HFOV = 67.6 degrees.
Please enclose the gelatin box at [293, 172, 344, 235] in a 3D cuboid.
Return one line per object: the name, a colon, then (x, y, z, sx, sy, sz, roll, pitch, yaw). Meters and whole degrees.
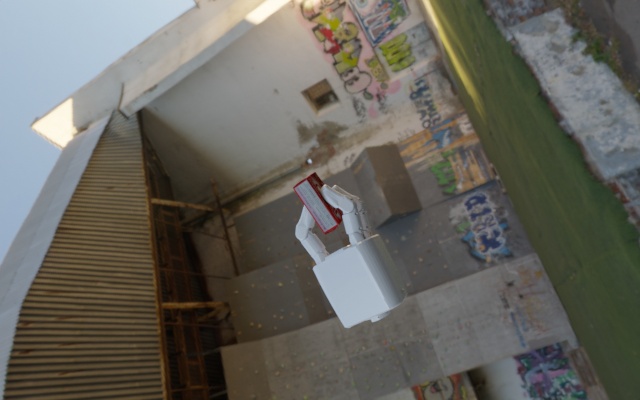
gelatin box: (0.000, 0.002, 0.741, 0.030, 0.089, 0.073, -34, 3, 15)
